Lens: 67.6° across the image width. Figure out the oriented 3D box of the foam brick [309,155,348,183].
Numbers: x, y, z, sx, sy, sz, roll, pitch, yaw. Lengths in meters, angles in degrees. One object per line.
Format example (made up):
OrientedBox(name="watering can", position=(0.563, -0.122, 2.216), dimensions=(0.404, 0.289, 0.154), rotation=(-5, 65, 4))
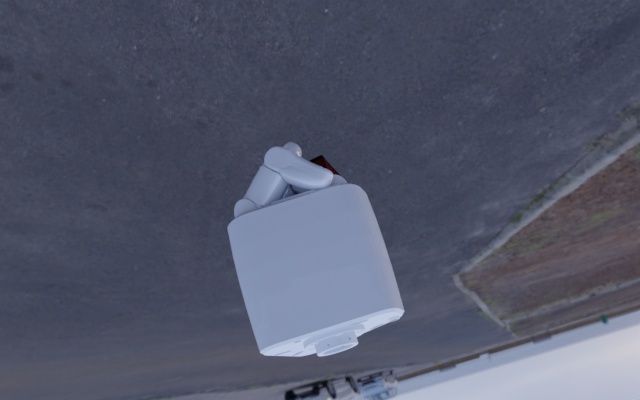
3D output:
OrientedBox(name="foam brick", position=(0.000, 0.001, 0.463), dimensions=(0.053, 0.051, 0.078), rotation=(-26, -26, 14))
